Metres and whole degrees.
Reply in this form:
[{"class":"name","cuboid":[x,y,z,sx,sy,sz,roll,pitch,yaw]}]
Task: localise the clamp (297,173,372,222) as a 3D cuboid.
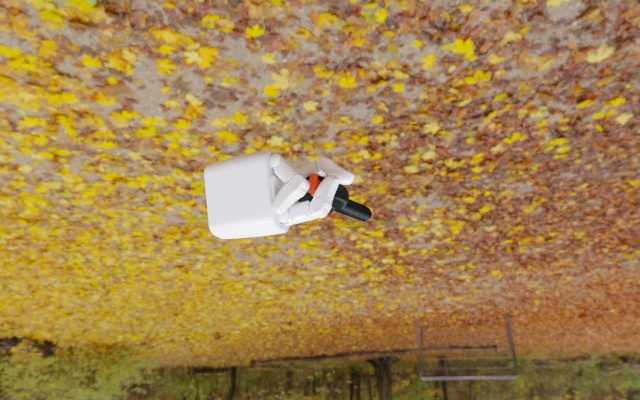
[{"class":"clamp","cuboid":[0.000,0.003,0.738,0.120,0.039,0.171,-9,-24,20]}]
